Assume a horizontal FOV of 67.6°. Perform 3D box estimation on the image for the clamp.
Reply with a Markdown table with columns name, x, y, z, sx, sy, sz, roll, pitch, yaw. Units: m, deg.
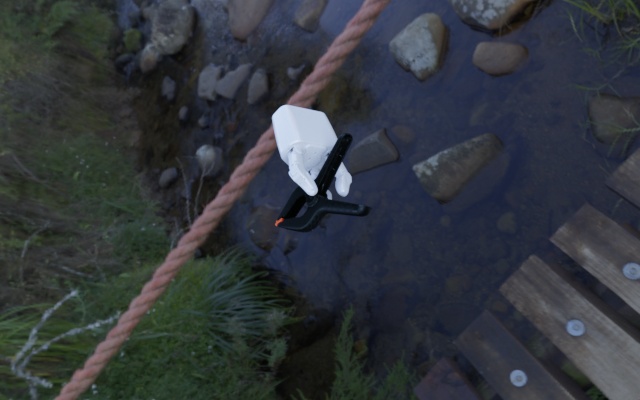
| name | x | y | z | sx | sy | sz | roll | pitch | yaw |
| --- | --- | --- | --- | --- | --- | --- | --- | --- | --- |
| clamp | -0.001 | 0.003 | 0.833 | 0.036 | 0.164 | 0.210 | 22 | -52 | -40 |
